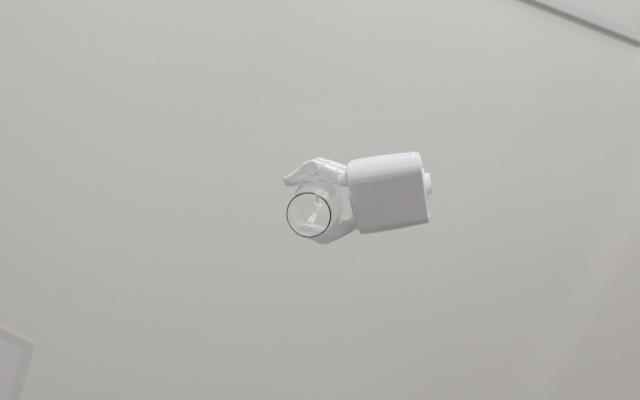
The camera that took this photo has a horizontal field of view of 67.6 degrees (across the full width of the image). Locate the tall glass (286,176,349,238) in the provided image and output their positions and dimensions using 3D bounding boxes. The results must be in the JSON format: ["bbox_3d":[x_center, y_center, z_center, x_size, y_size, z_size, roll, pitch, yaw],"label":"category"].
[{"bbox_3d":[0.000,0.002,0.732,0.079,0.079,0.201,0,10,10],"label":"tall glass"}]
